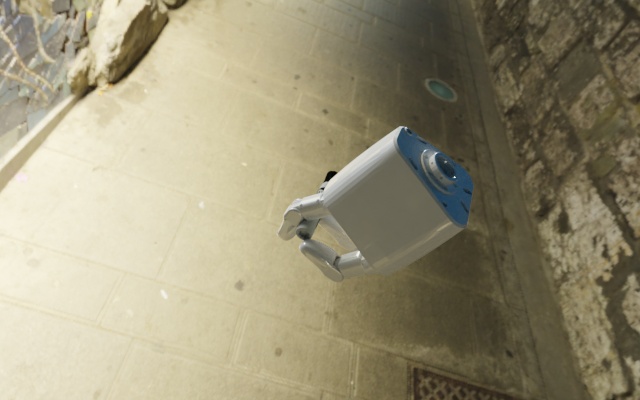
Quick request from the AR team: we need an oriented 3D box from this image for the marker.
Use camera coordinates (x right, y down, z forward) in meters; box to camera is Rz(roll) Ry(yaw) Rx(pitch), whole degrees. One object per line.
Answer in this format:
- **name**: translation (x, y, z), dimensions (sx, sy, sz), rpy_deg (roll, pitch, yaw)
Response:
- **marker**: translation (0.000, 0.002, 0.568), dimensions (0.020, 0.020, 0.121), rpy_deg (0, 36, 23)
